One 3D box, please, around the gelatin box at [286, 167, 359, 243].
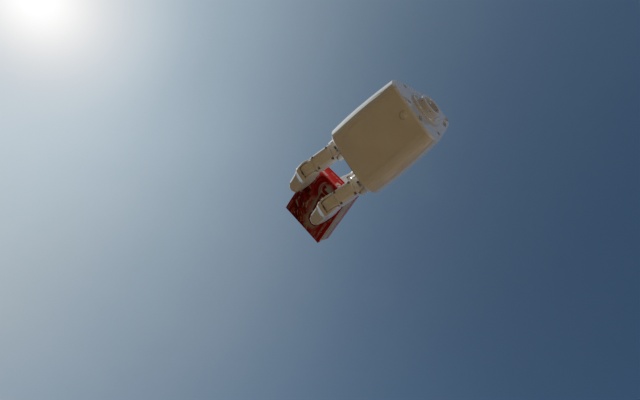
[{"bbox_3d":[0.000,0.002,0.669,0.073,0.089,0.030,46,34,19],"label":"gelatin box"}]
